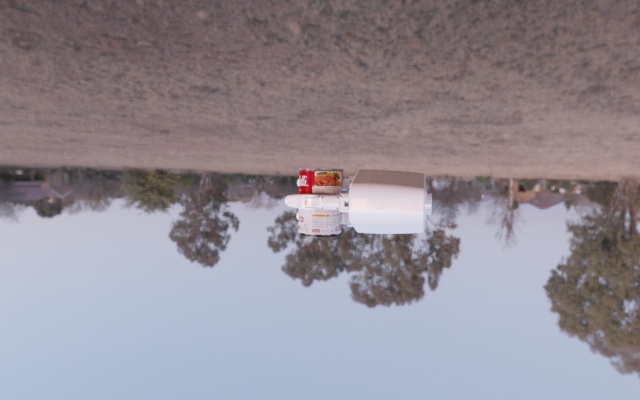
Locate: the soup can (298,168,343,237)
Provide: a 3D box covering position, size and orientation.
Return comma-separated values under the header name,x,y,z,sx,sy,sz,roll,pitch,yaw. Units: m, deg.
name,x,y,z,sx,sy,sz,roll,pitch,yaw
soup can,0.000,0.003,0.734,0.068,0.102,0.068,1,3,0
